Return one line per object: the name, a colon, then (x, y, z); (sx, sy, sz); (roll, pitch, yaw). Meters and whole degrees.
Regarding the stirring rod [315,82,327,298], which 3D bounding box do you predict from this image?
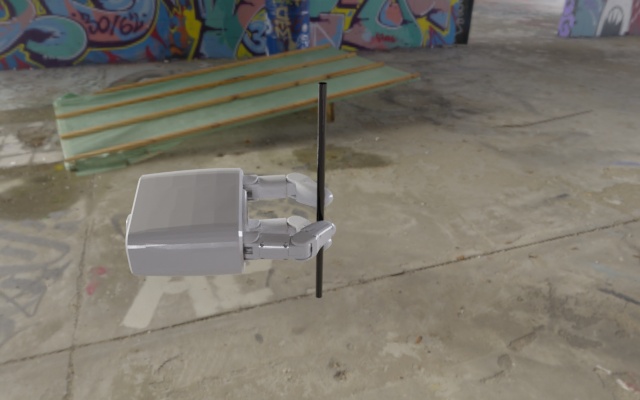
stirring rod: (0.000, 0.002, 0.482); (0.011, 0.240, 0.011); (1, 28, 0)
